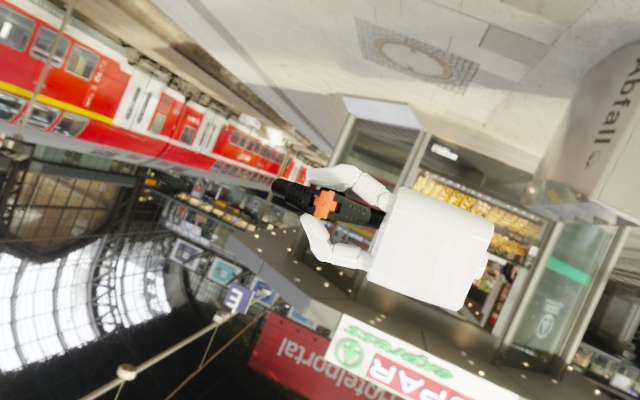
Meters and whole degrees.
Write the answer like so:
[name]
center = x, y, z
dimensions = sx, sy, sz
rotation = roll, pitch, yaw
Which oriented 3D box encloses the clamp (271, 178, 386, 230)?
[clamp]
center = 0.000, 0.003, 0.545
dimensions = 0.164, 0.036, 0.210
rotation = 17, 1, 10
